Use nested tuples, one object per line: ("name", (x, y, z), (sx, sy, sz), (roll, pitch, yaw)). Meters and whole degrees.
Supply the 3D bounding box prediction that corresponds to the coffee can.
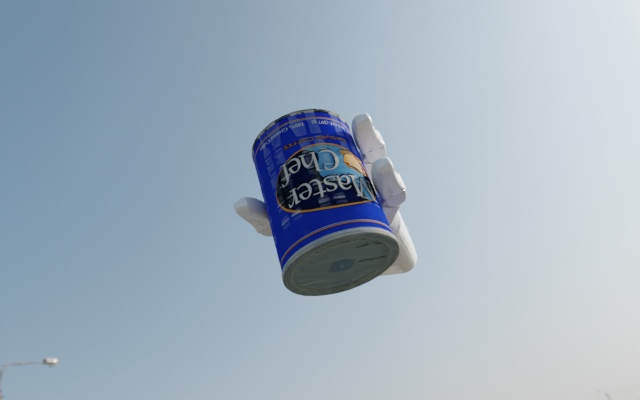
("coffee can", (0.000, 0.002, 0.439), (0.103, 0.140, 0.103), (-13, -33, -9))
